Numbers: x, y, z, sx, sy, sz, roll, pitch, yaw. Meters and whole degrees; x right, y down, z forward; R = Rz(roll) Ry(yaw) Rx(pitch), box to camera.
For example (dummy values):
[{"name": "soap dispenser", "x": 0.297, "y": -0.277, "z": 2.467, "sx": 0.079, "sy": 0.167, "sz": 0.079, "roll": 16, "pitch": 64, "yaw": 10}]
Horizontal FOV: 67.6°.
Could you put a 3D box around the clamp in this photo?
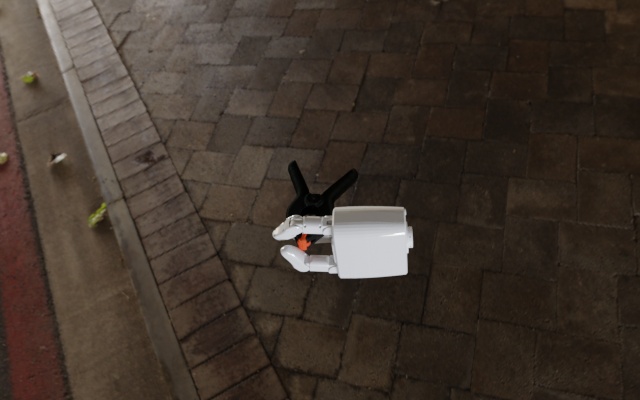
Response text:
[{"name": "clamp", "x": 0.000, "y": 0.002, "z": 0.775, "sx": 0.120, "sy": 0.171, "sz": 0.039, "roll": -2, "pitch": -35, "yaw": 8}]
